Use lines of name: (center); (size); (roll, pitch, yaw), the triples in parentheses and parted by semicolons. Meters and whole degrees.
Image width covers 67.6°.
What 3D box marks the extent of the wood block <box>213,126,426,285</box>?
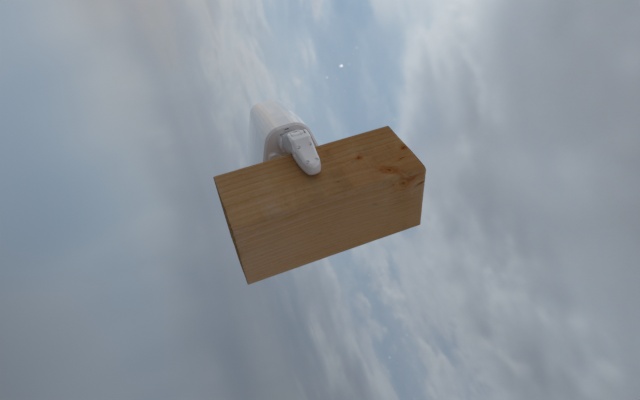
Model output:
wood block: (0.000, 0.001, 0.526); (0.206, 0.091, 0.090); (-18, 45, -12)
